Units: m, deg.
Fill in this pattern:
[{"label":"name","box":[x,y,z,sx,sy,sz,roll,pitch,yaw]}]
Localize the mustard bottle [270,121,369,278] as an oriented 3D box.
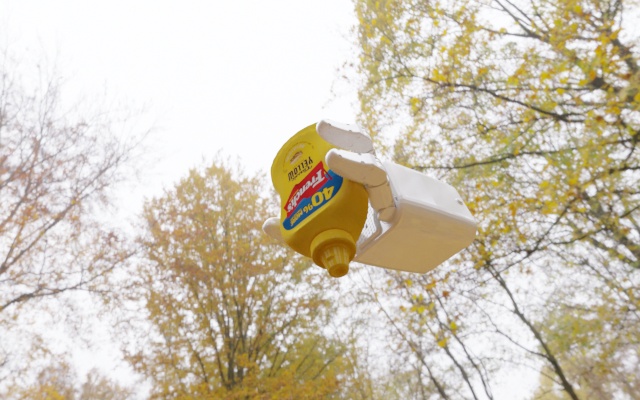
[{"label":"mustard bottle","box":[0.000,0.001,0.482,0.096,0.191,0.058,-37,-52,17]}]
